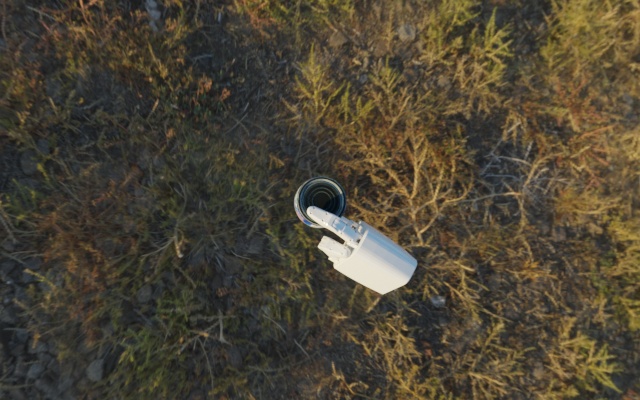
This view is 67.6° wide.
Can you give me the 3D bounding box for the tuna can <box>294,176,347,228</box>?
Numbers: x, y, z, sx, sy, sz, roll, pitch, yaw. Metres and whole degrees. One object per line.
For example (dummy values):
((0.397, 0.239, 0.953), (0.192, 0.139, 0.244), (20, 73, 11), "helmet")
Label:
((0.000, 0.003, 0.801), (0.086, 0.086, 0.034), (0, -7, -9), "tuna can")
